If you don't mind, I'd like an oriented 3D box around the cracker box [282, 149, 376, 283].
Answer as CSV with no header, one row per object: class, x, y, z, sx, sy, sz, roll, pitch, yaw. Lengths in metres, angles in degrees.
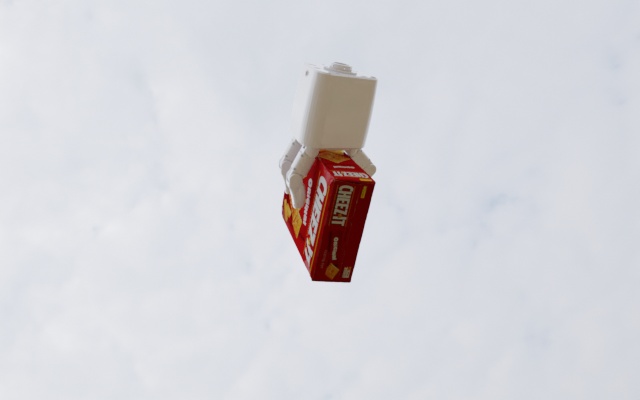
cracker box,0.000,0.002,0.752,0.072,0.164,0.213,3,24,-19
